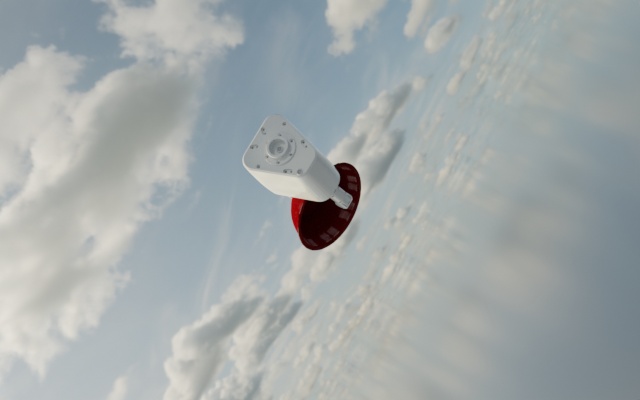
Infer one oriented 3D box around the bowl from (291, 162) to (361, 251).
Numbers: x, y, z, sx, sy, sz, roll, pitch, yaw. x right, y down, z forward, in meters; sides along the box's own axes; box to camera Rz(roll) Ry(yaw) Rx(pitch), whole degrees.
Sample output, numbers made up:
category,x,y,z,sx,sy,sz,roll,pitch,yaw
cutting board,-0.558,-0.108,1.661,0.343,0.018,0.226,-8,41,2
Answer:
category,x,y,z,sx,sy,sz,roll,pitch,yaw
bowl,0.000,0.003,0.827,0.055,0.162,0.162,27,16,35
